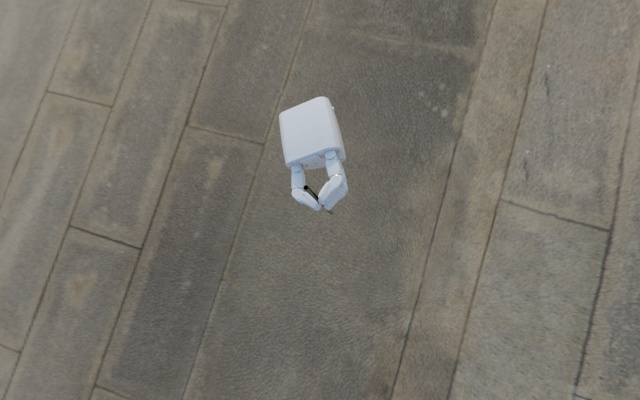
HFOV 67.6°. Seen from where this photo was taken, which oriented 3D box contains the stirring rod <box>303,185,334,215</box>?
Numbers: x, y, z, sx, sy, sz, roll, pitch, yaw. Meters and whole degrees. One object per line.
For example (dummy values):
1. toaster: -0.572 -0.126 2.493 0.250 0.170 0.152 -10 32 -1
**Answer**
1. stirring rod: 0.000 0.003 0.882 0.011 0.011 0.239 0 -11 12
